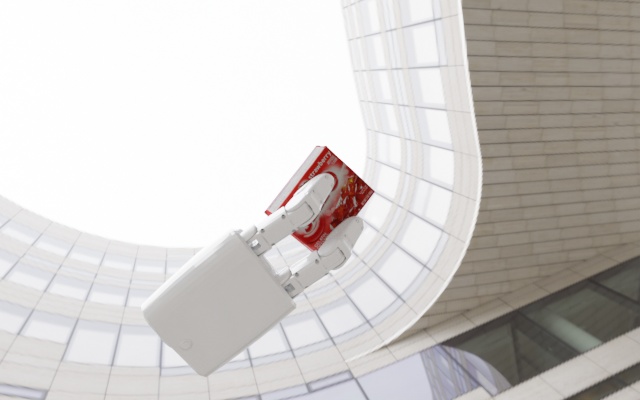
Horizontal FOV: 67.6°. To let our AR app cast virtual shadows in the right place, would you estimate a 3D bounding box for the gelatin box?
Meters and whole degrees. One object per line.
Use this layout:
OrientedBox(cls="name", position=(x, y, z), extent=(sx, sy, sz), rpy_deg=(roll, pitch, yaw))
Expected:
OrientedBox(cls="gelatin box", position=(0.000, 0.001, 0.475), extent=(0.073, 0.089, 0.030), rpy_deg=(41, -8, -23))
